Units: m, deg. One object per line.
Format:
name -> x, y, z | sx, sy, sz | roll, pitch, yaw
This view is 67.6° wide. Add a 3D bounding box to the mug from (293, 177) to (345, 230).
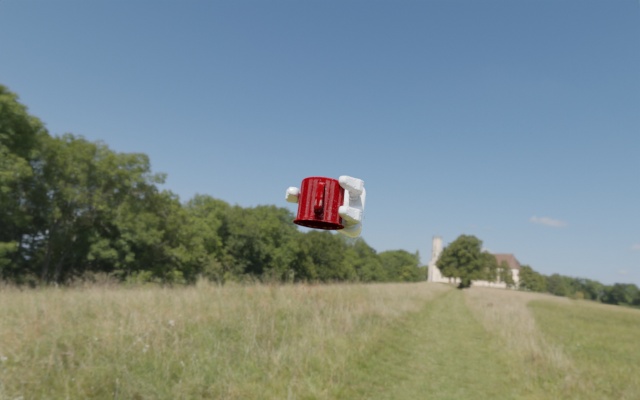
mug -> 0.000, 0.002, 0.853 | 0.093, 0.081, 0.117 | 5, -12, 7
